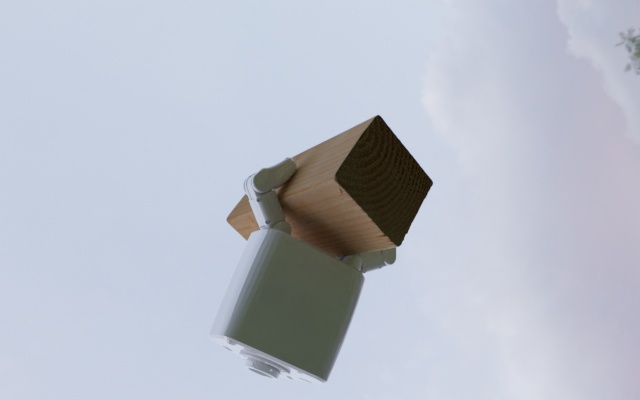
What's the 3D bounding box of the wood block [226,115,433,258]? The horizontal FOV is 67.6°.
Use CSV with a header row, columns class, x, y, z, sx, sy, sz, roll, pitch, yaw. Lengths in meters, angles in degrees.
class,x,y,z,sx,sy,sz,roll,pitch,yaw
wood block,0.000,0.002,0.502,0.206,0.091,0.090,-18,30,51
